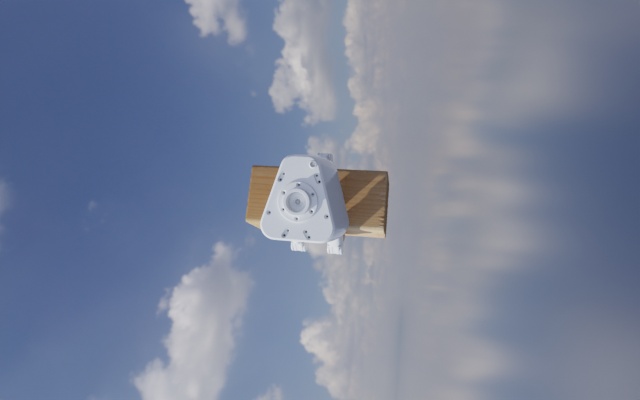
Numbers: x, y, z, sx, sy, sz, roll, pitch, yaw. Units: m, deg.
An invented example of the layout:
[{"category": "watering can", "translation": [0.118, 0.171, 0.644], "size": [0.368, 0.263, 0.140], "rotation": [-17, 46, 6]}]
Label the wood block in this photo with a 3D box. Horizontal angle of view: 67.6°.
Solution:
[{"category": "wood block", "translation": [0.000, 0.002, 0.743], "size": [0.206, 0.091, 0.090], "rotation": [4, -11, 10]}]
